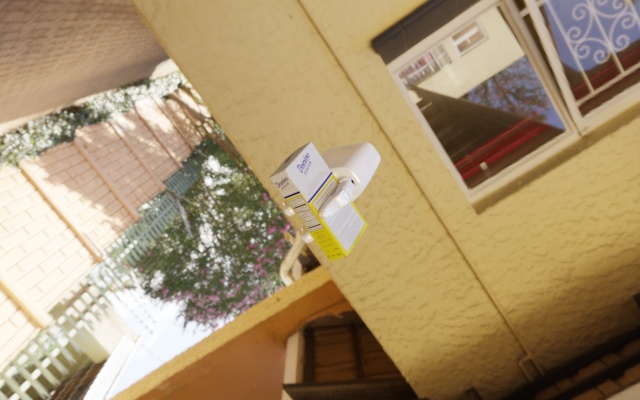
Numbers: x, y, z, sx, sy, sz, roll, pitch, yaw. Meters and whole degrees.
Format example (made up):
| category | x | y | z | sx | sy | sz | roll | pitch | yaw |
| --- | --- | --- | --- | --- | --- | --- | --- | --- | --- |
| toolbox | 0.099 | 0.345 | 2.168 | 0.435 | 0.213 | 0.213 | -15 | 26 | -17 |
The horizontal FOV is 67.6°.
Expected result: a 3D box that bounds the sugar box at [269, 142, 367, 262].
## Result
| category | x | y | z | sx | sy | sz | roll | pitch | yaw |
| --- | --- | --- | --- | --- | --- | --- | --- | --- | --- |
| sugar box | 0.000 | 0.003 | 0.778 | 0.048 | 0.176 | 0.093 | -24 | 19 | 40 |
